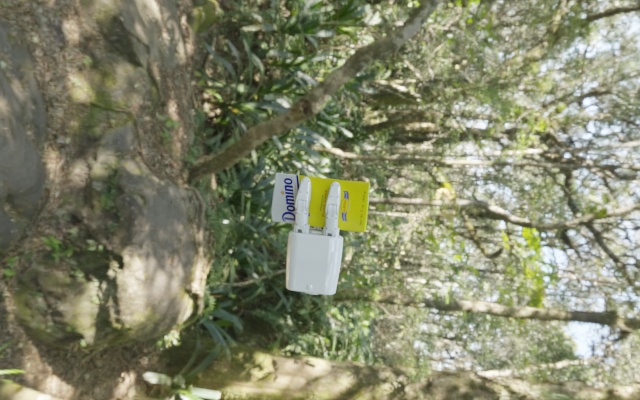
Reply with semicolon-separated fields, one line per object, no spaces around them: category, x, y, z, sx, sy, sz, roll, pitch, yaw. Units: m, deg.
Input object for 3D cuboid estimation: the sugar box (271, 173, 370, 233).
sugar box;0.000;0.003;0.884;0.176;0.093;0.048;6;2;7
